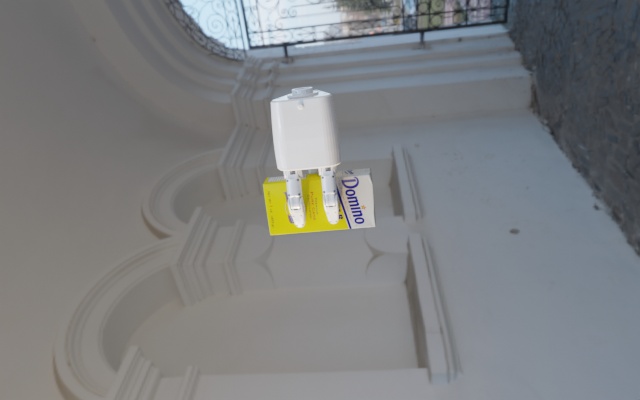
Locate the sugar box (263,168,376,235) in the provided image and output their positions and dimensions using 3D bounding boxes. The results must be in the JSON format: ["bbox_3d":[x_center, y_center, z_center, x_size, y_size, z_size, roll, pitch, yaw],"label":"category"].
[{"bbox_3d":[0.000,0.003,0.787,0.176,0.093,0.048,-5,17,7],"label":"sugar box"}]
